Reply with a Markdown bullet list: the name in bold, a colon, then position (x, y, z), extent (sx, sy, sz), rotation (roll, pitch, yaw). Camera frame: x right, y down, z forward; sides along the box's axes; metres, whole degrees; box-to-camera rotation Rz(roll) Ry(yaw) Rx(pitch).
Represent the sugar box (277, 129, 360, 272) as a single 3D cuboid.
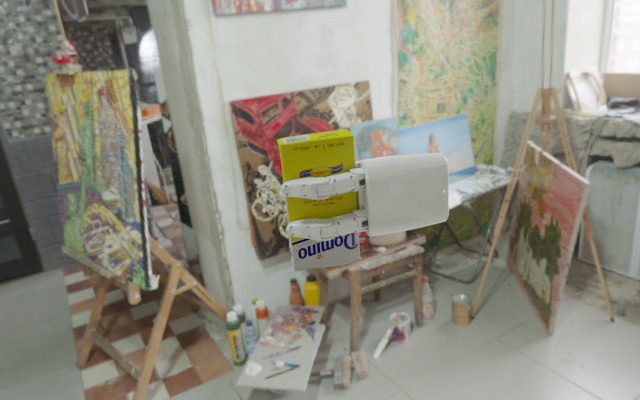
- **sugar box**: position (0.000, 0.002, 0.621), extent (0.093, 0.176, 0.048), rotation (-8, 20, -7)
